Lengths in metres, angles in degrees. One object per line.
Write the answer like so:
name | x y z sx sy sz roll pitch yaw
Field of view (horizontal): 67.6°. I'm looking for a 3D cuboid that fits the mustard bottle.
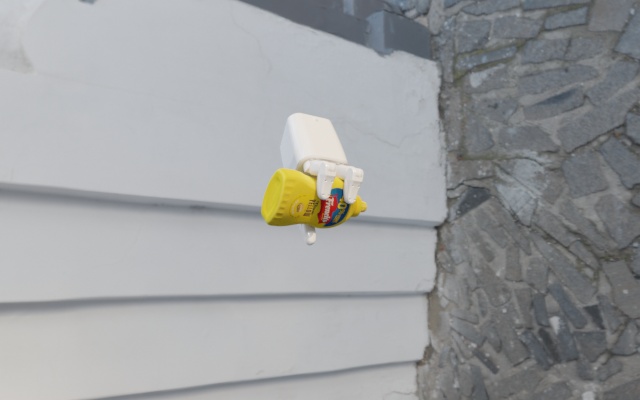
mustard bottle | 0.000 0.003 0.819 0.191 0.096 0.058 6 28 -33
